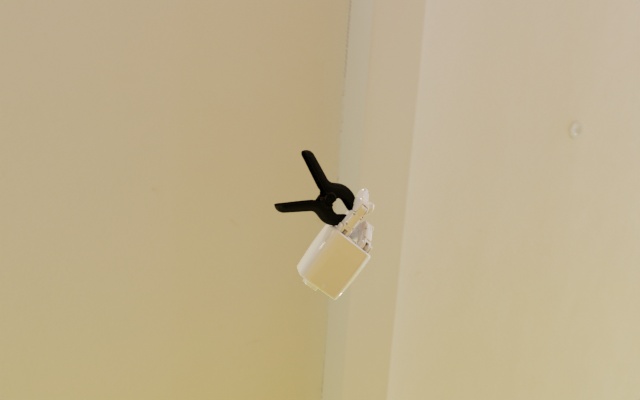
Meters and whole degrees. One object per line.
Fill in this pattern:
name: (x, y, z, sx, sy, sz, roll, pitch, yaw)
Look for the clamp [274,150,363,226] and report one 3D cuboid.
clamp: (0.000, 0.003, 0.872, 0.171, 0.120, 0.039, 39, -4, -22)
